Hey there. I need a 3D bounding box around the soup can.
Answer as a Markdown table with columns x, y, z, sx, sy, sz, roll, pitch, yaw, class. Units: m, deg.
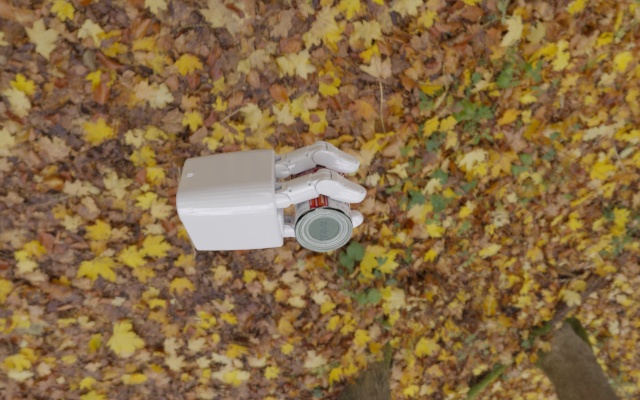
| x | y | z | sx | sy | sz | roll | pitch | yaw | class |
| --- | --- | --- | --- | --- | --- | --- | --- | --- | --- |
| 0.001 | 0.002 | 0.565 | 0.068 | 0.069 | 0.102 | 0 | 40 | -5 | soup can |
